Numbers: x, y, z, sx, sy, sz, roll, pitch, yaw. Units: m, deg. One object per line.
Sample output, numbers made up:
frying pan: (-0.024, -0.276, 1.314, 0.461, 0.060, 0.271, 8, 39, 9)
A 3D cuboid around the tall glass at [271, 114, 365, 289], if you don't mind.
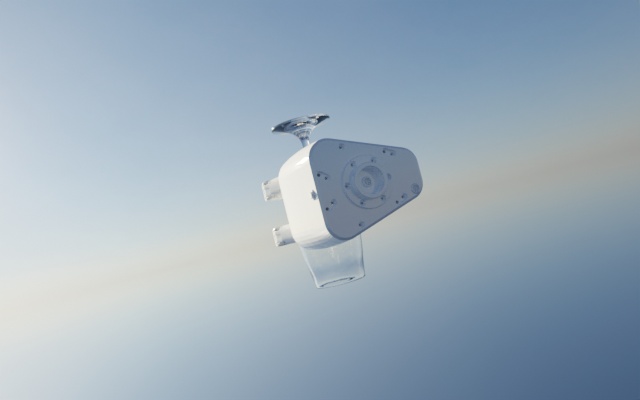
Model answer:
tall glass: (0.000, 0.001, 0.583, 0.079, 0.201, 0.079, -14, -3, -1)
